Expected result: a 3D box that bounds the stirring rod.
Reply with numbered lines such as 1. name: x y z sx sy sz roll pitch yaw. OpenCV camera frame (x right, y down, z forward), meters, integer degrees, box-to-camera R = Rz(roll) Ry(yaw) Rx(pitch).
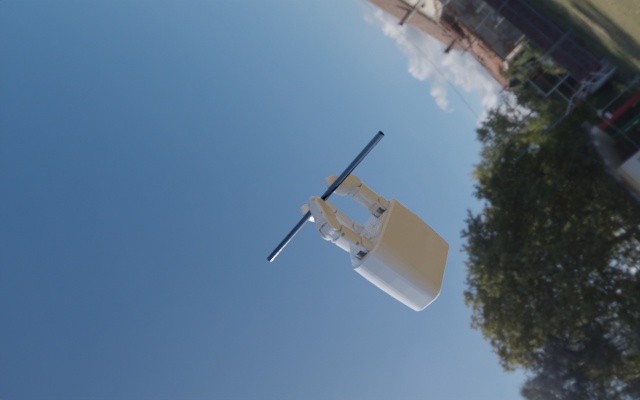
1. stirring rod: 0.000 0.002 0.607 0.011 0.011 0.240 0 -42 -52
